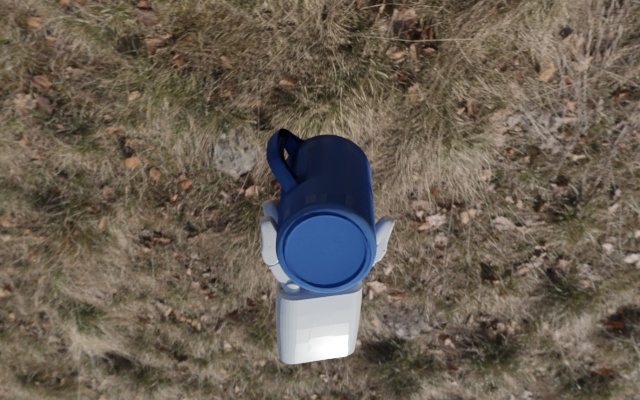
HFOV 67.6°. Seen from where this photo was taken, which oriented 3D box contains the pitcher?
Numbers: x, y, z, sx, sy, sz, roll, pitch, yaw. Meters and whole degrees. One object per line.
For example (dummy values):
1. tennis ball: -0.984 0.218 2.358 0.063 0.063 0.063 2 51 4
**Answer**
1. pitcher: 0.000 0.002 0.604 0.149 0.145 0.242 4 22 -1
